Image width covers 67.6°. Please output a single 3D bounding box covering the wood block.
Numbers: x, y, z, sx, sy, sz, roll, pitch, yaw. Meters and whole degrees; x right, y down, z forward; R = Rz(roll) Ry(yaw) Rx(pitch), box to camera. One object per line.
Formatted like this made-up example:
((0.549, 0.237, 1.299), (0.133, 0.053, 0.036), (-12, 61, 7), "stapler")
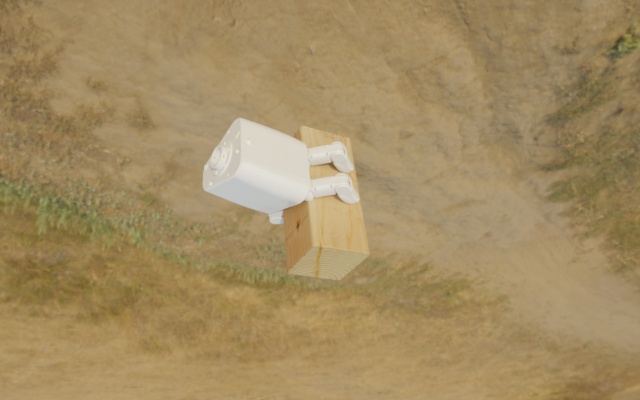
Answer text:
((0.000, 0.003, 0.715), (0.090, 0.206, 0.091), (11, -36, -25), "wood block")
